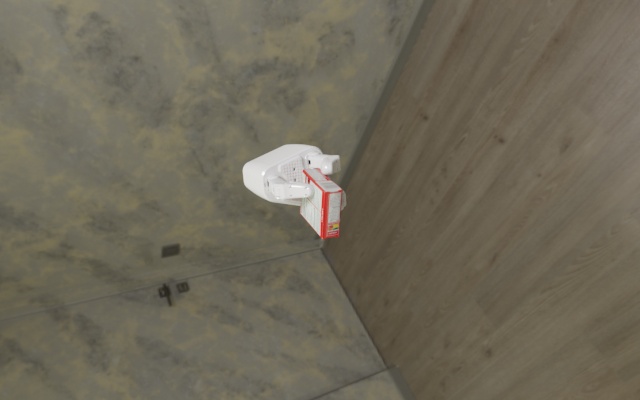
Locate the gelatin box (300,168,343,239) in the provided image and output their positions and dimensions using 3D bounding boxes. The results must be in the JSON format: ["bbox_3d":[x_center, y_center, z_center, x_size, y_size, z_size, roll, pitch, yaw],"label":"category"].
[{"bbox_3d":[0.000,0.002,0.684,0.030,0.073,0.089,-7,26,-22],"label":"gelatin box"}]
